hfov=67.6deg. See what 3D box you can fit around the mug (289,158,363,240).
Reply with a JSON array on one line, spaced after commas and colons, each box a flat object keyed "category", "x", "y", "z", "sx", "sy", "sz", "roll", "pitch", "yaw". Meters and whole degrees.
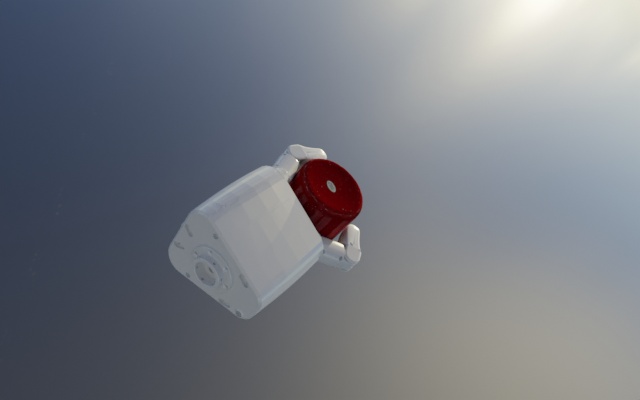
[{"category": "mug", "x": 0.001, "y": 0.001, "z": 0.552, "sx": 0.081, "sy": 0.093, "sz": 0.117, "roll": -46, "pitch": -4, "yaw": 41}]
